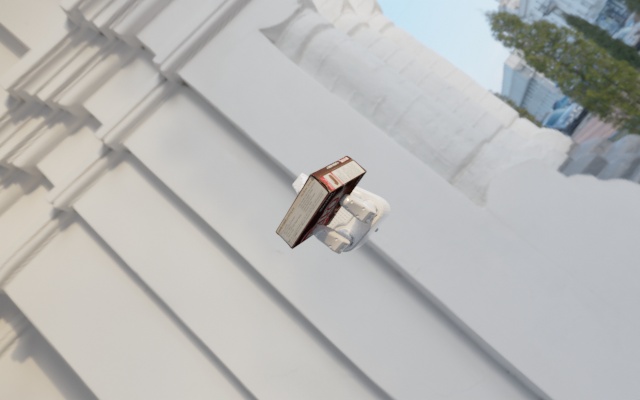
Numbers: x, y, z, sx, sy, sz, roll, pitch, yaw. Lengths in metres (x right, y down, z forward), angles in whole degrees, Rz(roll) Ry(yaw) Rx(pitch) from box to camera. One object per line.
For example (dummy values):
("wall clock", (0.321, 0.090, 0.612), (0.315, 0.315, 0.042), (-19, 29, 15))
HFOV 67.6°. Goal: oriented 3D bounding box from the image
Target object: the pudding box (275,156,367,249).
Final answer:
("pudding box", (0.000, 0.002, 0.620), (0.039, 0.113, 0.090), (41, 38, 13))
